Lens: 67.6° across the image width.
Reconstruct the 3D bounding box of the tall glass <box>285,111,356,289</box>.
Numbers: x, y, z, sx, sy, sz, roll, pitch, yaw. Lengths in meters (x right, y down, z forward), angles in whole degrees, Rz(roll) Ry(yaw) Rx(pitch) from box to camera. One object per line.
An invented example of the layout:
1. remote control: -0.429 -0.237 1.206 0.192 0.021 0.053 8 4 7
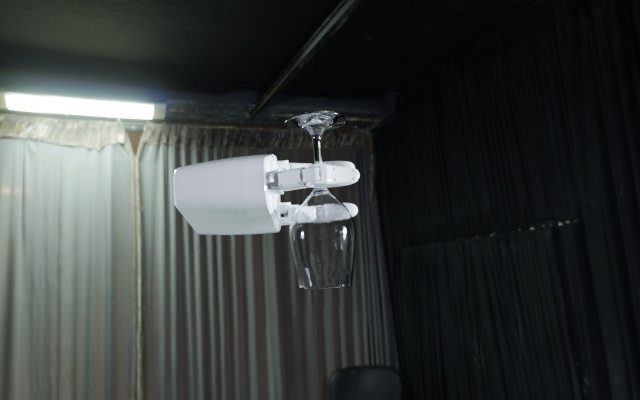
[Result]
1. tall glass: 0.000 0.001 0.566 0.079 0.201 0.079 -4 -9 -1
